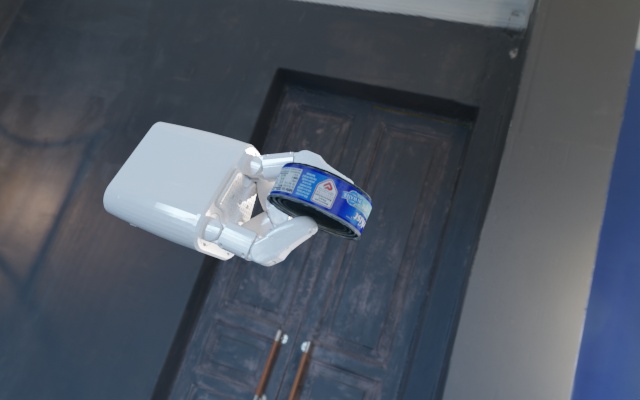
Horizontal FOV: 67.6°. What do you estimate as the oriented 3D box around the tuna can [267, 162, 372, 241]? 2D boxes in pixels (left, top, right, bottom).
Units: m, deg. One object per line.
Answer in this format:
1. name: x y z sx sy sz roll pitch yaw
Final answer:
1. tuna can: 0.000 0.001 0.407 0.086 0.033 0.086 23 -12 5
